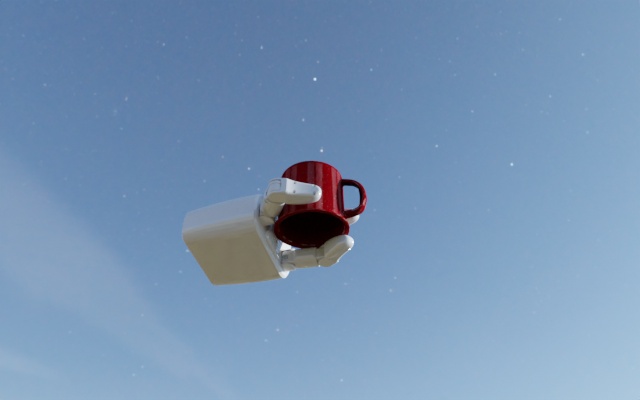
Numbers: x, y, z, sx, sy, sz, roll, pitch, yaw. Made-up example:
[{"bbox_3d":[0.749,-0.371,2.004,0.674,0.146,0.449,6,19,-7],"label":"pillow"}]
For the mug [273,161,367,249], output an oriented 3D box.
[{"bbox_3d":[0.001,0.001,0.600,0.117,0.081,0.093,-11,-36,15],"label":"mug"}]
